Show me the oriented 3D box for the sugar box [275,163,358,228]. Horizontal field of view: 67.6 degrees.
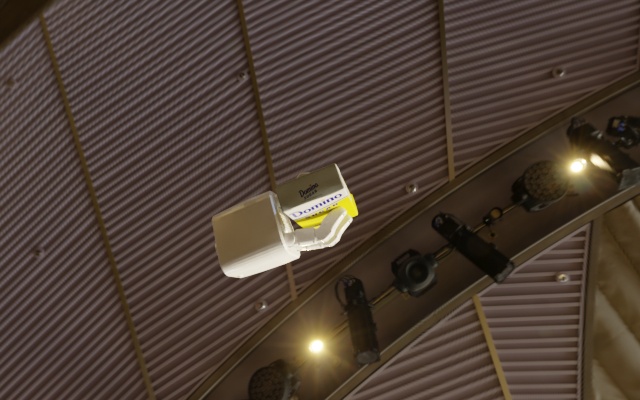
[{"bbox_3d":[0.000,0.003,0.727,0.093,0.048,0.176,-21,-14,6],"label":"sugar box"}]
